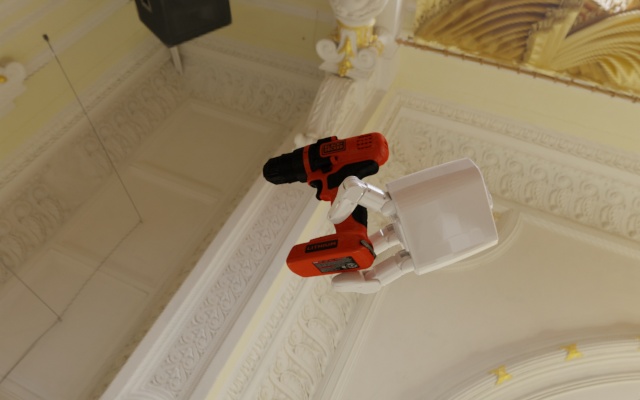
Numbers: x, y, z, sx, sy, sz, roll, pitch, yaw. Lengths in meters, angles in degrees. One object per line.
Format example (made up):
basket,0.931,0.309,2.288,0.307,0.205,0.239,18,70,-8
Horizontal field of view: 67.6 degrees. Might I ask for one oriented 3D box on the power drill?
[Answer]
power drill,0.000,0.002,0.623,0.184,0.187,0.057,-12,-33,22
